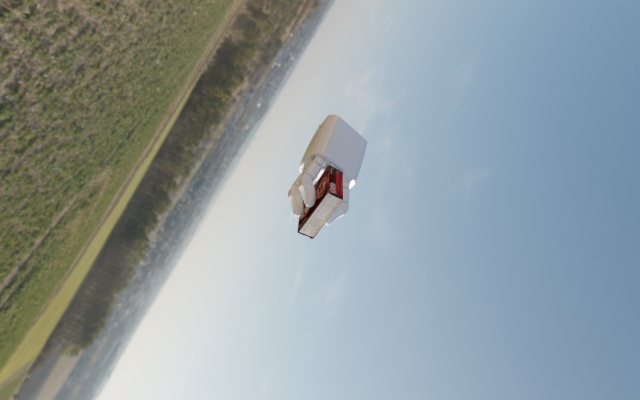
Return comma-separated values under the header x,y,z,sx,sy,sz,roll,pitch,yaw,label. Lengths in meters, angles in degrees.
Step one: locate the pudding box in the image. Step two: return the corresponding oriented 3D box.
x,y,z,sx,sy,sz,roll,pitch,yaw,label
0.000,0.003,0.894,0.039,0.113,0.090,25,33,-14,pudding box
